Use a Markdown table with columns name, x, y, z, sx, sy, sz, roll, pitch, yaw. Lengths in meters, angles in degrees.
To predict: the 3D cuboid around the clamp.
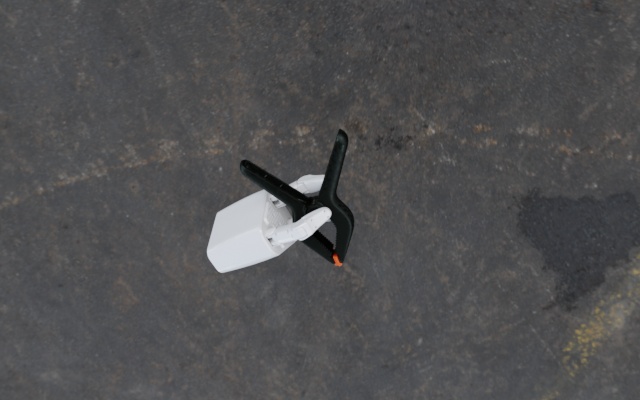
| name | x | y | z | sx | sy | sz | roll | pitch | yaw |
| --- | --- | --- | --- | --- | --- | --- | --- | --- | --- |
| clamp | 0.000 | 0.003 | 0.696 | 0.164 | 0.210 | 0.036 | -22 | 22 | 23 |
